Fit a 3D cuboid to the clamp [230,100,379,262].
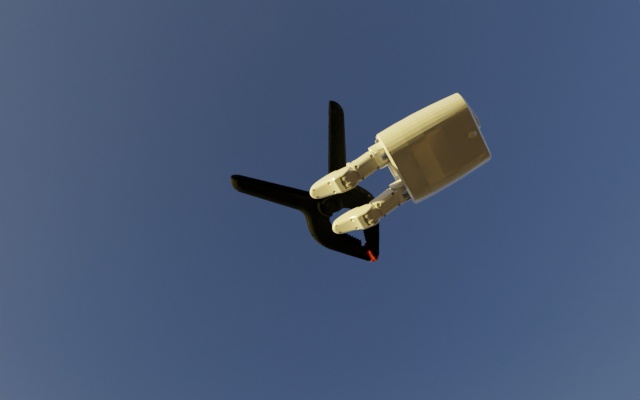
[{"bbox_3d":[0.001,0.002,0.607,0.164,0.210,0.036,-28,21,11],"label":"clamp"}]
